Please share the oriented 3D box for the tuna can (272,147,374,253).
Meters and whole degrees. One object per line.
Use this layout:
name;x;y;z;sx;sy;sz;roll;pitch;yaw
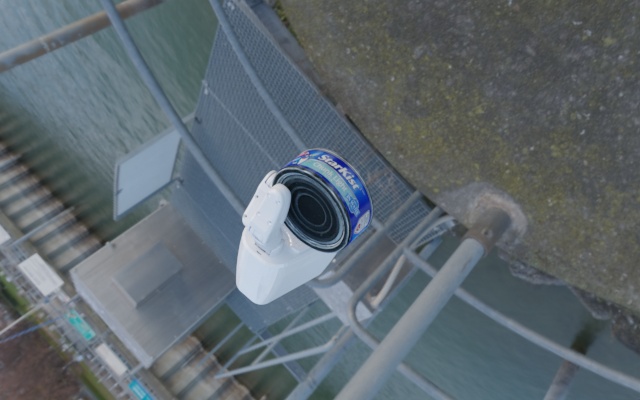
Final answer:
tuna can;0.000;0.002;0.400;0.086;0.086;0.033;0;30;46
